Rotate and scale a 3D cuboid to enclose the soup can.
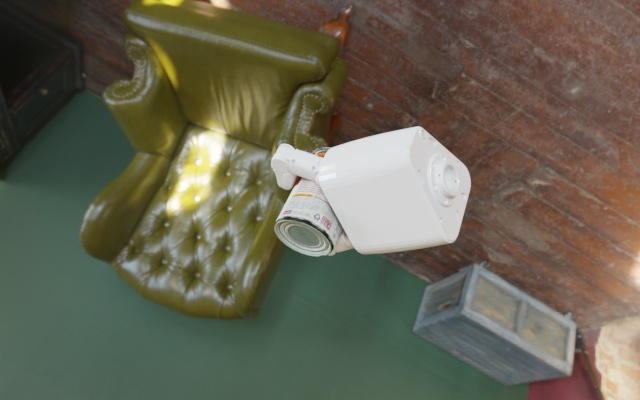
[{"bbox_3d":[0.000,0.002,0.522,0.068,0.102,0.069,18,-33,12],"label":"soup can"}]
